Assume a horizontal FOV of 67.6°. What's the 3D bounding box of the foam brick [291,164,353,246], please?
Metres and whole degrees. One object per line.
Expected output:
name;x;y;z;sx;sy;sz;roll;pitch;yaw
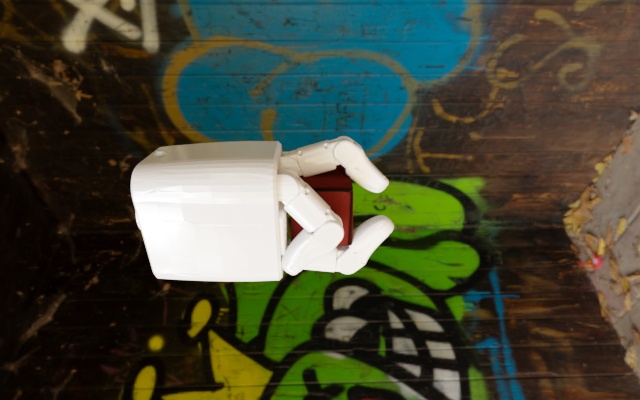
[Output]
foam brick;0.000;0.001;0.423;0.051;0.053;0.078;-1;19;-1
